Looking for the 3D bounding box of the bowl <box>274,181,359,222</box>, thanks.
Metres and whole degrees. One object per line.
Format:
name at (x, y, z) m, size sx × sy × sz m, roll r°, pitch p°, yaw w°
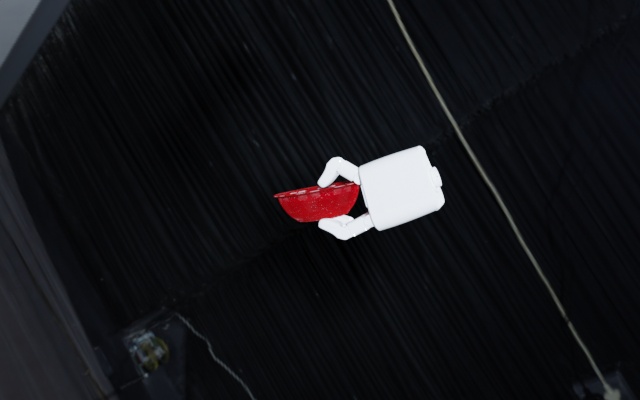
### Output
bowl at (-0.001, 0.003, 0.853) m, size 0.162 × 0.055 × 0.162 m, roll -10°, pitch 4°, yaw 1°
